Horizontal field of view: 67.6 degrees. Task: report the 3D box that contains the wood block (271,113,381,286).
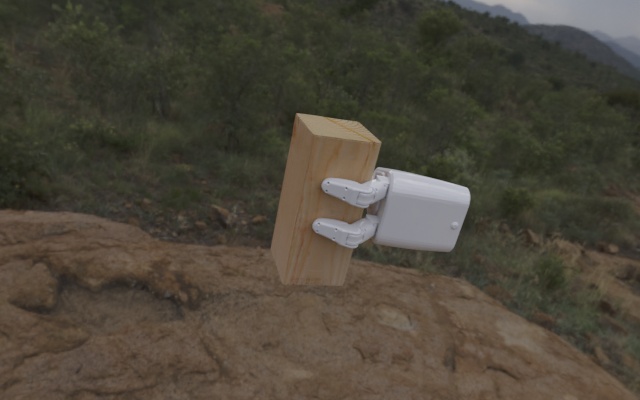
[{"bbox_3d":[0.000,0.002,0.630,0.090,0.206,0.090,4,25,-19],"label":"wood block"}]
